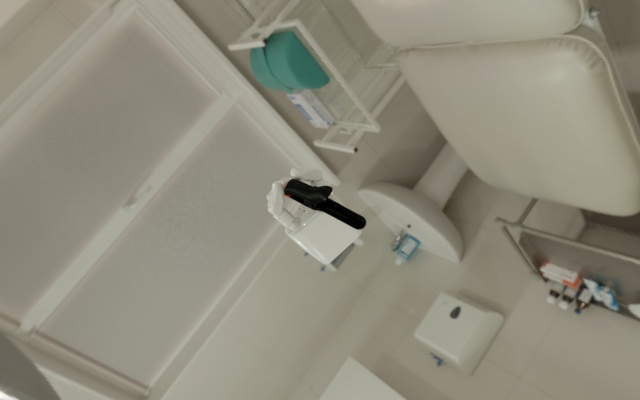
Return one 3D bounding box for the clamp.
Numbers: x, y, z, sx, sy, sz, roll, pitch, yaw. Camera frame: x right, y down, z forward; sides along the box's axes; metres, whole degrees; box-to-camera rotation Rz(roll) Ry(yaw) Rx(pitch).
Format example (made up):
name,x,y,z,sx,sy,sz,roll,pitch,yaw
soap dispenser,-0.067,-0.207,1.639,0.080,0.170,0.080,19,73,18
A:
name,x,y,z,sx,sy,sz,roll,pitch,yaw
clamp,0.000,0.003,0.826,0.120,0.039,0.171,45,-14,-32
